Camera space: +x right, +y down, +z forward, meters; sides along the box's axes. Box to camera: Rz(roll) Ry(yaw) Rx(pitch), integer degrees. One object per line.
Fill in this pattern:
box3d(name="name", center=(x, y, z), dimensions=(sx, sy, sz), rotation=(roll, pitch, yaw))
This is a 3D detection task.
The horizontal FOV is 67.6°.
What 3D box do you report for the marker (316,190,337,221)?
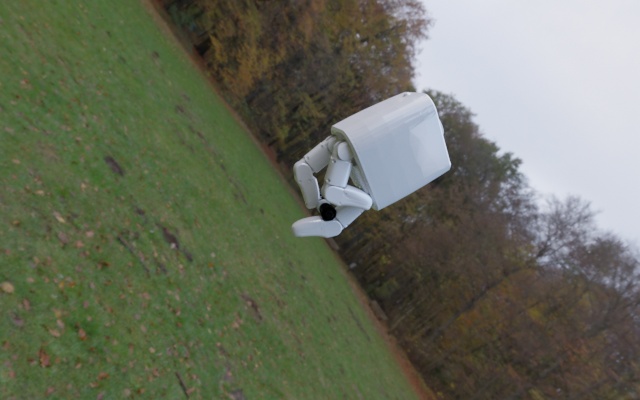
box3d(name="marker", center=(0.000, 0.002, 0.619), dimensions=(0.020, 0.020, 0.121), rotation=(0, 14, -11))
